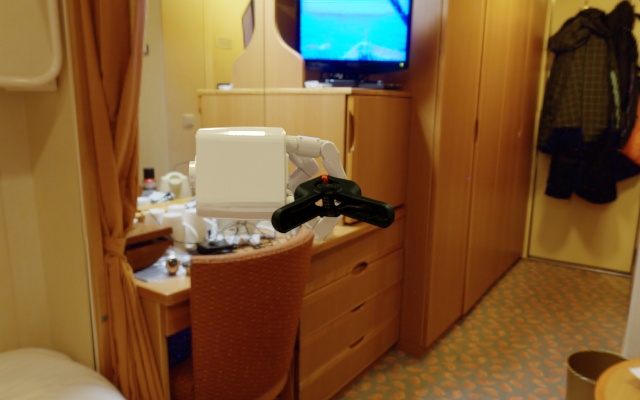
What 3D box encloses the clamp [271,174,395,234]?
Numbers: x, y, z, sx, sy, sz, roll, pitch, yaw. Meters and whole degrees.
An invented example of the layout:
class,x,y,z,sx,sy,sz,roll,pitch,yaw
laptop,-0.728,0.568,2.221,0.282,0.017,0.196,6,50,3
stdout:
class,x,y,z,sx,sy,sz,roll,pitch,yaw
clamp,0.000,0.001,0.529,0.120,0.039,0.171,1,11,-12
